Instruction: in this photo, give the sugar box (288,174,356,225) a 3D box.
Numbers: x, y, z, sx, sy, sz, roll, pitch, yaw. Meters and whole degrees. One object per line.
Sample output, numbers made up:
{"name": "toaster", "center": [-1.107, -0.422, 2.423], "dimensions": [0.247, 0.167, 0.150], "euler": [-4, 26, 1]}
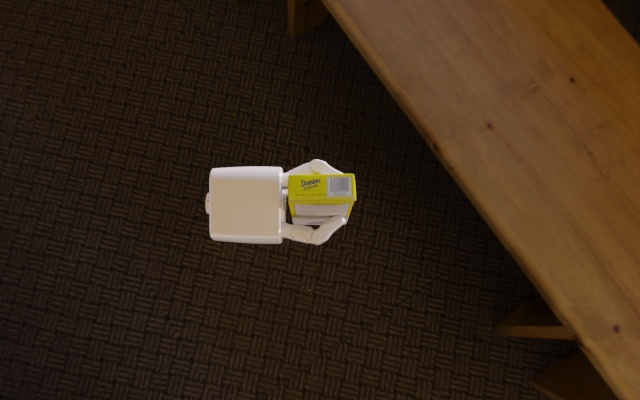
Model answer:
{"name": "sugar box", "center": [0.000, 0.002, 0.729], "dimensions": [0.093, 0.048, 0.176], "euler": [0, -11, -2]}
